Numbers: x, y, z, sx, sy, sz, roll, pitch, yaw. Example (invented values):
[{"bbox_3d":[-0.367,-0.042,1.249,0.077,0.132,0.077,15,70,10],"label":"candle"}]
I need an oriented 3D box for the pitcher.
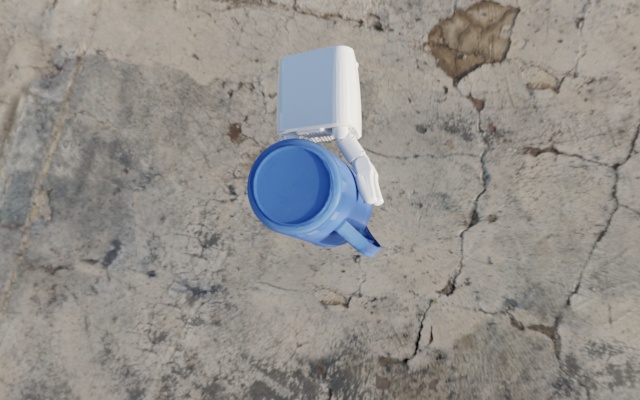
[{"bbox_3d":[0.000,0.002,0.629,0.149,0.145,0.243,0,-5,11],"label":"pitcher"}]
